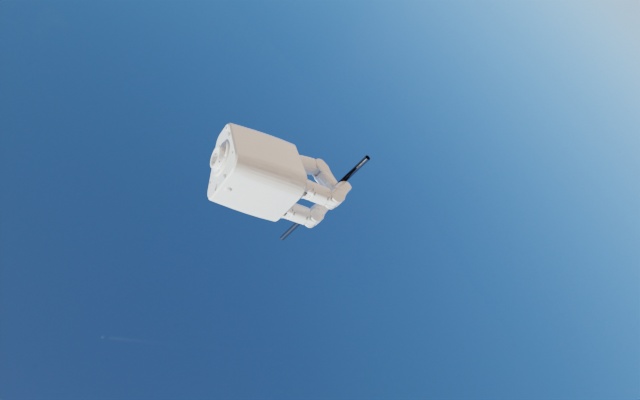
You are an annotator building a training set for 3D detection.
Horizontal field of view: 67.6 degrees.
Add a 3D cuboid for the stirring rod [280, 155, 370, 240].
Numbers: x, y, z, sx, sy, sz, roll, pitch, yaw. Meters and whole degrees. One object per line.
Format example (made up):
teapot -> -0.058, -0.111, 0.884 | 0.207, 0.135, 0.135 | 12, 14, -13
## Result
stirring rod -> 0.000, 0.002, 0.754 | 0.011, 0.011, 0.240 | 0, -32, -41
